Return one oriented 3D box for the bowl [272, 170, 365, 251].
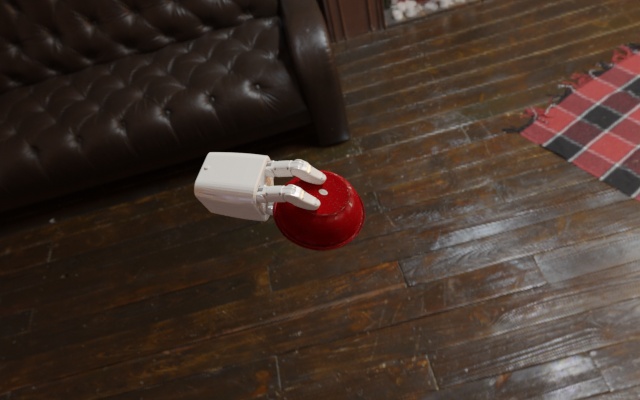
[{"bbox_3d":[0.002,0.002,0.810,0.162,0.162,0.055,0,-36,-7],"label":"bowl"}]
